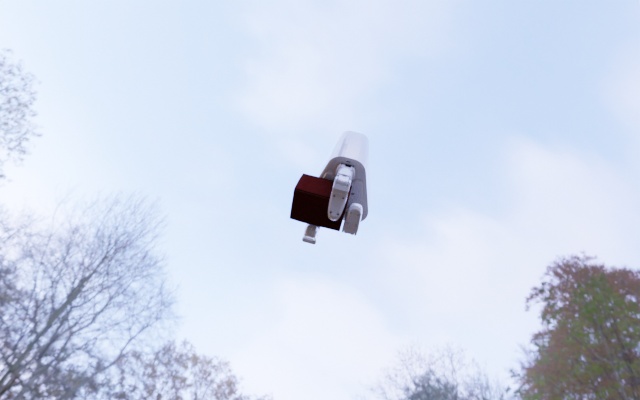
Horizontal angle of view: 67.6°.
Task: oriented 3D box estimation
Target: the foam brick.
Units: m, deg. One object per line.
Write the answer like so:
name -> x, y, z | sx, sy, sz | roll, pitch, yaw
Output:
foam brick -> 0.000, 0.002, 0.694 | 0.078, 0.053, 0.051 | 15, 32, 2
